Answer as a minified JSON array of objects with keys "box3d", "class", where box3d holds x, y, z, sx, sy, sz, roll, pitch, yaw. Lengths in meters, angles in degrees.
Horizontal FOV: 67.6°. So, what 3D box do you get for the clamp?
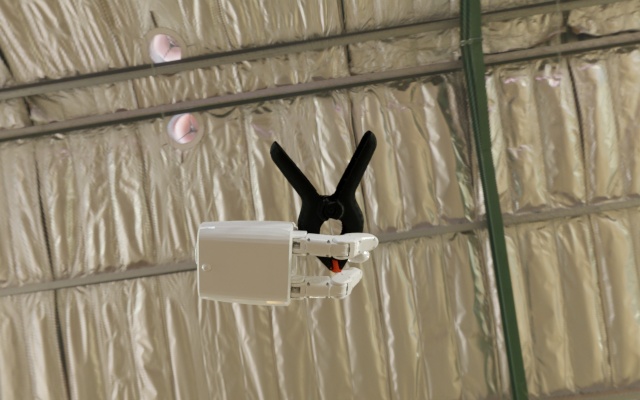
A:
[{"box3d":[0.000,0.002,0.556,0.120,0.171,0.039,3,14,-2],"class":"clamp"}]
